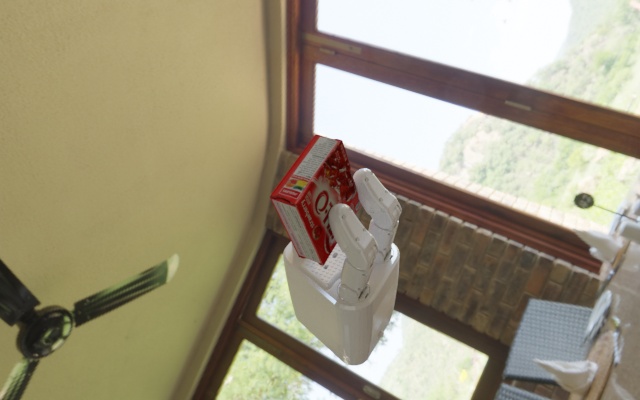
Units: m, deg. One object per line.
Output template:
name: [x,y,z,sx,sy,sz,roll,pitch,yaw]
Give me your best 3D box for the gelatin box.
gelatin box: [0.000,0.001,0.406,0.030,0.073,0.089,17,-32,30]
